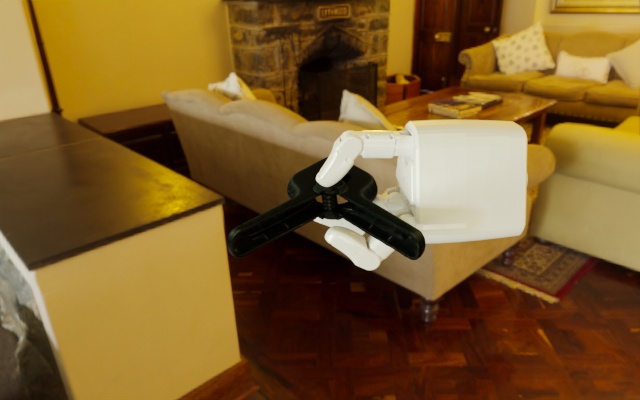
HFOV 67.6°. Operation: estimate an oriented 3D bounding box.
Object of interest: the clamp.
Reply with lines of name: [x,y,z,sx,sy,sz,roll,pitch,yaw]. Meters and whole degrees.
clamp: [0.000,0.001,0.474,0.164,0.036,0.210,-2,24,-2]
